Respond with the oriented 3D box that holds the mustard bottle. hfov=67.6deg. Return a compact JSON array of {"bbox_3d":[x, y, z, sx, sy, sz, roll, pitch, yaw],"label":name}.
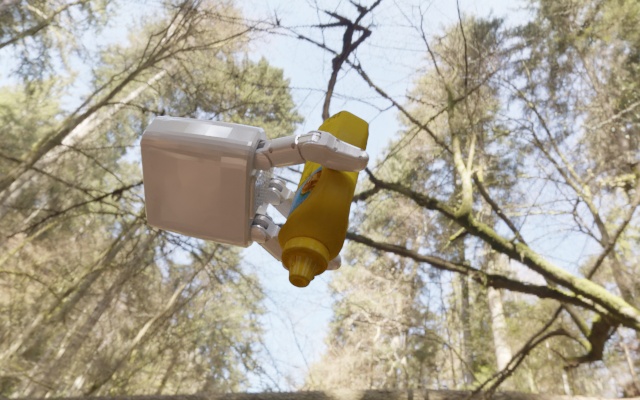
[{"bbox_3d":[0.000,0.001,0.459,0.058,0.191,0.096,27,-46,-11],"label":"mustard bottle"}]
